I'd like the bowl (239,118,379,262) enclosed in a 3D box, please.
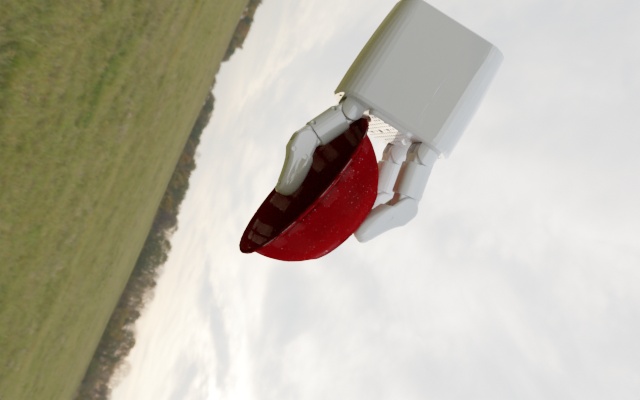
[{"bbox_3d":[-0.001,0.003,0.433,0.055,0.162,0.162,44,-15,-15],"label":"bowl"}]
